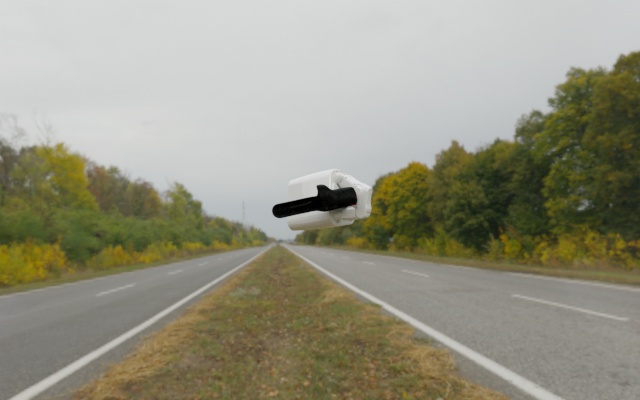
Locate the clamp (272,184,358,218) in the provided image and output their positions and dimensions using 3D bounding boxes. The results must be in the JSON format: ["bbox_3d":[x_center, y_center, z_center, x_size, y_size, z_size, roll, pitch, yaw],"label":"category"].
[{"bbox_3d":[0.000,0.002,0.834,0.120,0.039,0.171,-15,-10,31],"label":"clamp"}]
